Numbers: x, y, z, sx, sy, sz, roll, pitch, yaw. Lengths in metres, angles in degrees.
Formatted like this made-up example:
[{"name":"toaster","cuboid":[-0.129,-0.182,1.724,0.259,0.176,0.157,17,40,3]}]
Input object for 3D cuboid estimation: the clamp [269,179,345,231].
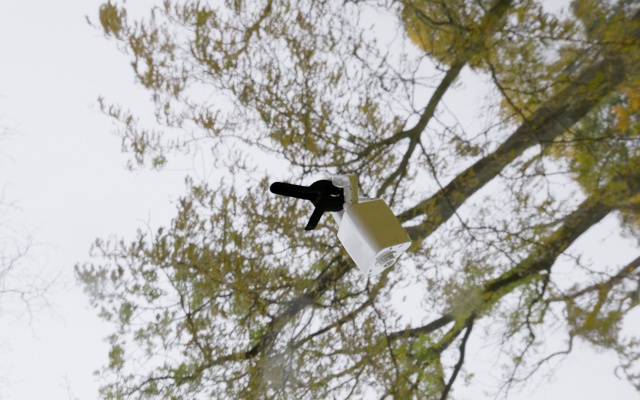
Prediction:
[{"name":"clamp","cuboid":[0.000,0.003,0.895,0.171,0.120,0.039,-9,-36,-37]}]
